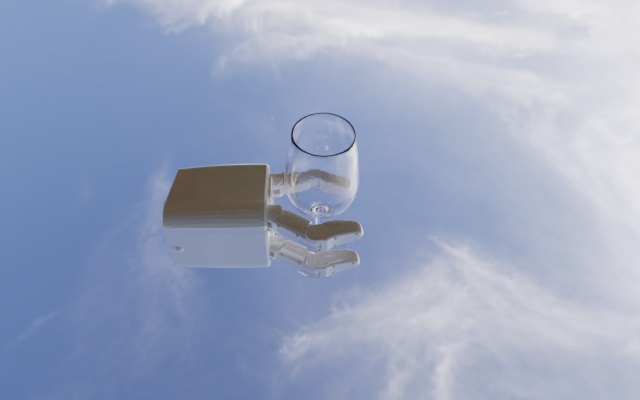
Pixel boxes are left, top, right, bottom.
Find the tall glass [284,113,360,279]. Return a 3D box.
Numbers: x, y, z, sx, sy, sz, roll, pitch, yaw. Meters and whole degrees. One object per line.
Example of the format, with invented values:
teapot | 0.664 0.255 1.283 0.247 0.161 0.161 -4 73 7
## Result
tall glass | 0.000 0.002 0.522 0.079 0.079 0.201 0 -40 -3
